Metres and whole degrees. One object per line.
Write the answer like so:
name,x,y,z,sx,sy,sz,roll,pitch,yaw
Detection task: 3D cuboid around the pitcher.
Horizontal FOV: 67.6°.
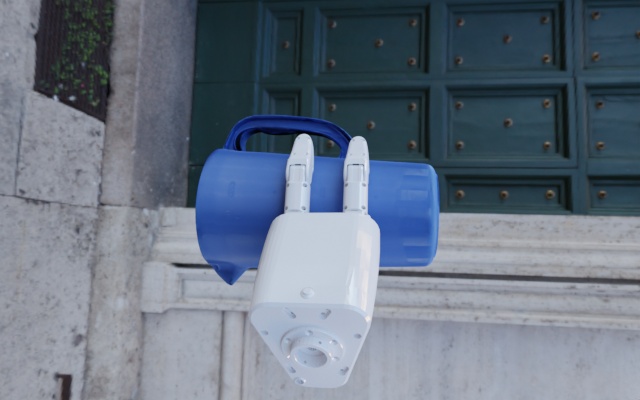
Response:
pitcher,0.000,0.002,0.517,0.243,0.149,0.145,1,37,8
